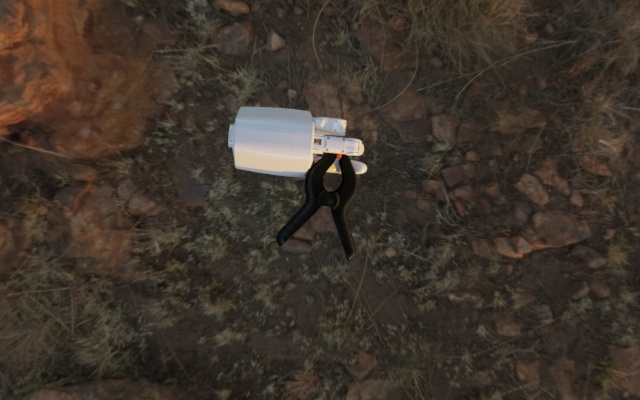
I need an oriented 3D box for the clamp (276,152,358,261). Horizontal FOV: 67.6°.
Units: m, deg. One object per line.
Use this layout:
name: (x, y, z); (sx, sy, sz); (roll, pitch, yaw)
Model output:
clamp: (0.000, 0.002, 0.703); (0.120, 0.171, 0.039); (4, 3, -14)
